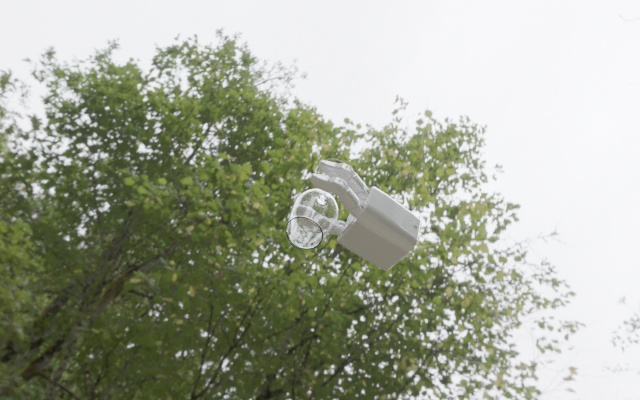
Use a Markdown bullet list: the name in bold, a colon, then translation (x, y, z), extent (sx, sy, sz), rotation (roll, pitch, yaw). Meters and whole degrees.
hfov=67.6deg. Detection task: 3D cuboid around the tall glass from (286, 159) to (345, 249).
- **tall glass**: translation (0.000, 0.002, 0.829), extent (0.079, 0.079, 0.201), rotation (0, 29, 18)
